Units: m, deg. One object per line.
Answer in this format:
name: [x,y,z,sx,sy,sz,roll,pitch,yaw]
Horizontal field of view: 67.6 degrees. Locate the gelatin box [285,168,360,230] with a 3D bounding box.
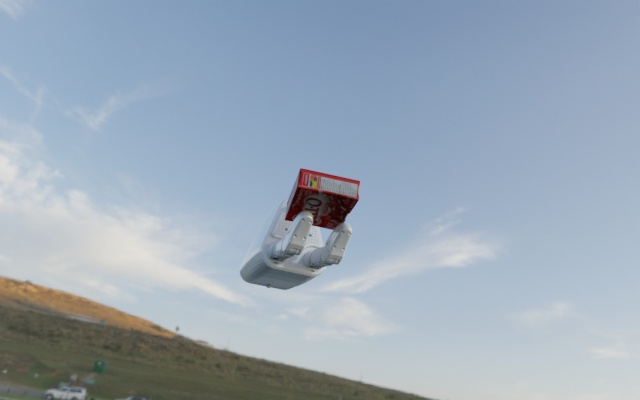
gelatin box: [0.000,0.001,0.580,0.073,0.030,0.089,12,-31,-9]
